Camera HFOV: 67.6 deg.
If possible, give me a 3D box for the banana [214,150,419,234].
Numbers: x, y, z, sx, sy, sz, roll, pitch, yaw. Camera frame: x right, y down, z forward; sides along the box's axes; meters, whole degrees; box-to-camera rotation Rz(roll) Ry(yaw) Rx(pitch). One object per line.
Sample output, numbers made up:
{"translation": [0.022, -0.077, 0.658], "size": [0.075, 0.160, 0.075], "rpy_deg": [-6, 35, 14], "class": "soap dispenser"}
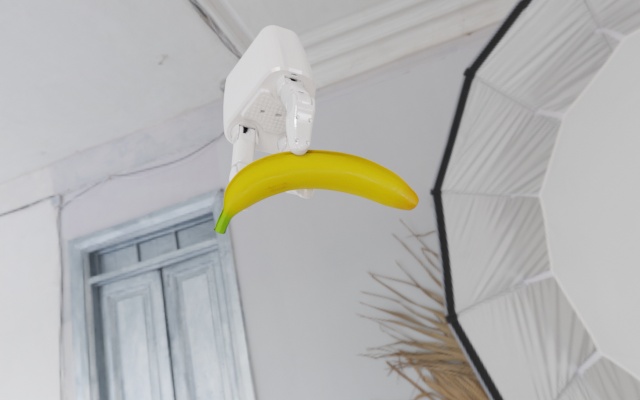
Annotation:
{"translation": [-0.005, -0.015, 0.453], "size": [0.198, 0.070, 0.037], "rpy_deg": [-6, 22, -3], "class": "banana"}
